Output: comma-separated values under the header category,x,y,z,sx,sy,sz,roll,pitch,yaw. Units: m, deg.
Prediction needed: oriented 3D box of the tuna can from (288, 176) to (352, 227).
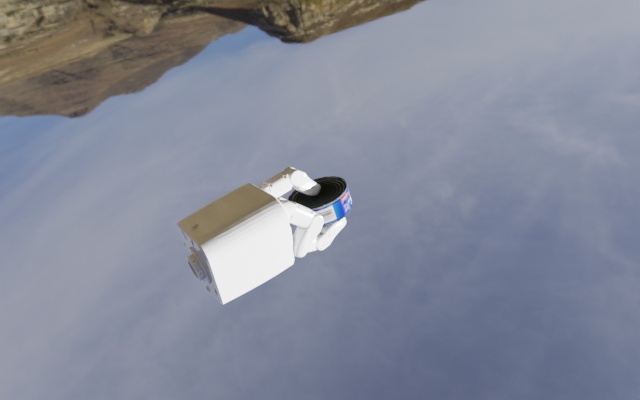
category,x,y,z,sx,sy,sz,roll,pitch,yaw
tuna can,0.000,0.003,0.666,0.086,0.034,0.086,-15,28,8
